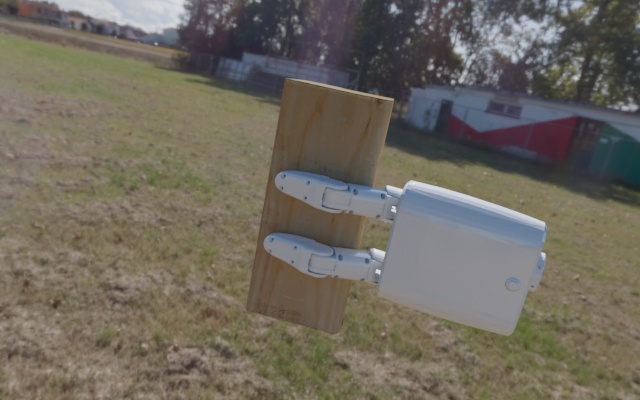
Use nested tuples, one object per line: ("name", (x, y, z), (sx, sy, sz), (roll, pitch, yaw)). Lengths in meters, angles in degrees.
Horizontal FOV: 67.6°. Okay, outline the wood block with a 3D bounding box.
("wood block", (0.001, 0.001, 0.439), (0.090, 0.206, 0.091), (13, 15, 6))
